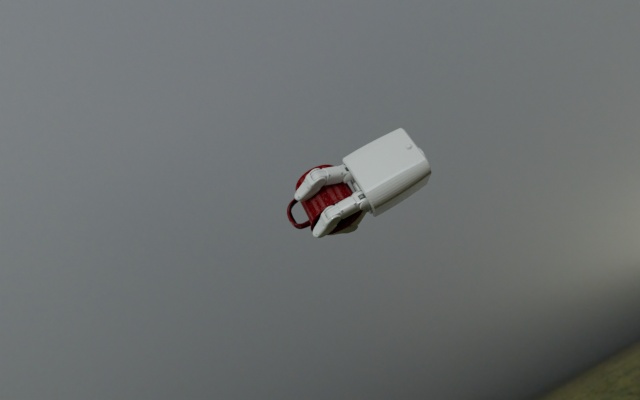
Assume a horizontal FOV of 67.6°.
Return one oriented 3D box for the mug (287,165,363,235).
[{"bbox_3d":[-0.001,0.003,0.772,0.117,0.081,0.093,-29,-31,0],"label":"mug"}]
